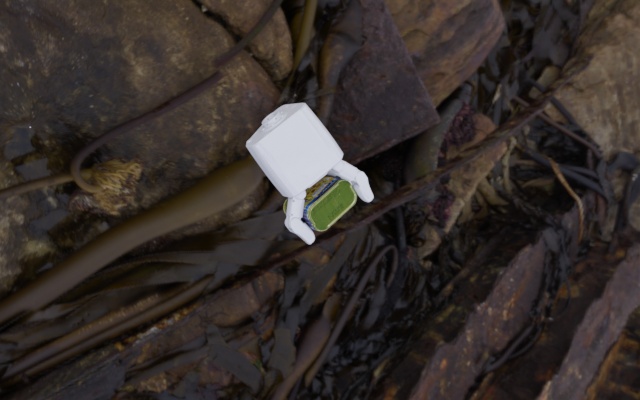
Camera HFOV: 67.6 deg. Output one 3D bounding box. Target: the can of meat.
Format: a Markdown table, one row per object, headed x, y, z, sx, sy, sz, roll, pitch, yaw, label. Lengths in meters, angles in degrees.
| x | y | z | sx | sy | sz | roll | pitch | yaw | label |
| --- | --- | --- | --- | --- | --- | --- | --- | --- | --- |
| 0.000 | 0.003 | 0.809 | 0.102 | 0.057 | 0.084 | -42 | 26 | -19 | can of meat |
